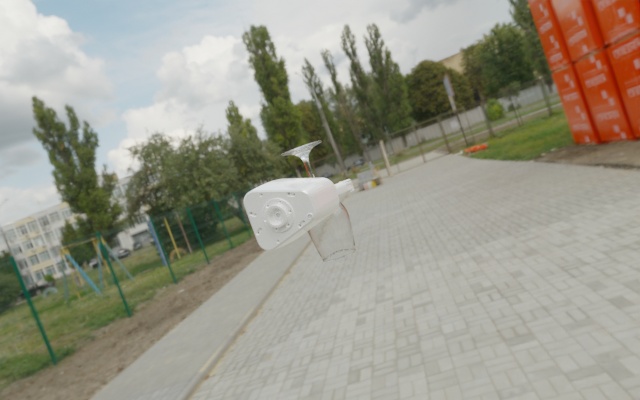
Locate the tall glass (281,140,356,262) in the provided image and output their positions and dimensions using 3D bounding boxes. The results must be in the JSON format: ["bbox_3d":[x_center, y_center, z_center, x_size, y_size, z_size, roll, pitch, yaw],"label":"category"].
[{"bbox_3d":[0.000,0.002,0.830,0.079,0.201,0.079,-20,3,1],"label":"tall glass"}]
